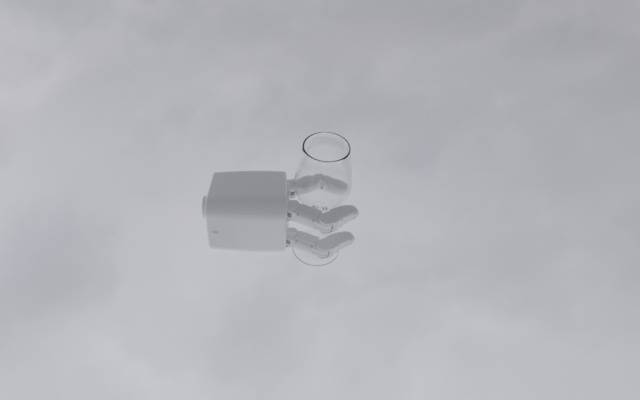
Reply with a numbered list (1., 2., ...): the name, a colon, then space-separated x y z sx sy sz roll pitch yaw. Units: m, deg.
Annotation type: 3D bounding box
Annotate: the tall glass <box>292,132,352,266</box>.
1. tall glass: 0.000 0.003 0.673 0.079 0.201 0.079 3 45 -3
